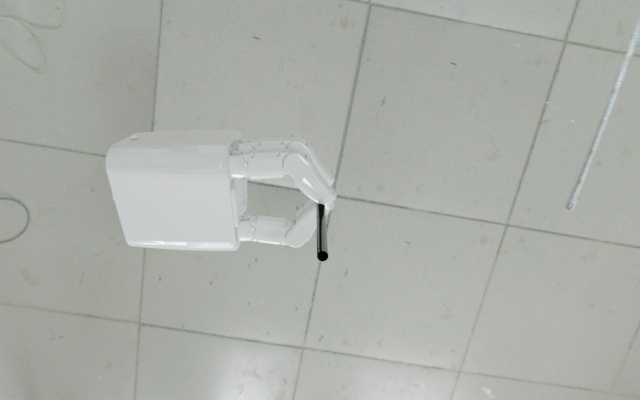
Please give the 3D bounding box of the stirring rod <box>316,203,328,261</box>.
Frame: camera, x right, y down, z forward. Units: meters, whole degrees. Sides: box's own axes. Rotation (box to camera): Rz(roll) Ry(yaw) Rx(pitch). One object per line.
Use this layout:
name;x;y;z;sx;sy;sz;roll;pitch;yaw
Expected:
stirring rod;0.000;0.001;0.443;0.011;0.011;0.239;0;18;-1
